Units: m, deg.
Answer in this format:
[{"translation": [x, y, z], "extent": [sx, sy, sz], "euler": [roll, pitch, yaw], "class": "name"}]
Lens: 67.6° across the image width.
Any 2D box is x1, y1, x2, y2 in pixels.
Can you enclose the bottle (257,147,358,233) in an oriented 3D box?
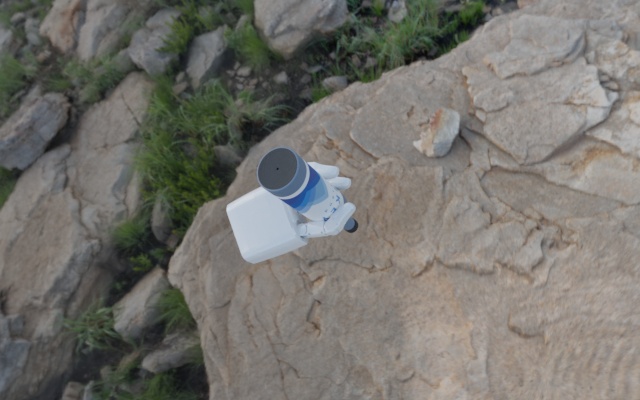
[{"translation": [0.000, 0.002, 0.781], "extent": [0.069, 0.069, 0.296], "euler": [0, -18, 25], "class": "bottle"}]
